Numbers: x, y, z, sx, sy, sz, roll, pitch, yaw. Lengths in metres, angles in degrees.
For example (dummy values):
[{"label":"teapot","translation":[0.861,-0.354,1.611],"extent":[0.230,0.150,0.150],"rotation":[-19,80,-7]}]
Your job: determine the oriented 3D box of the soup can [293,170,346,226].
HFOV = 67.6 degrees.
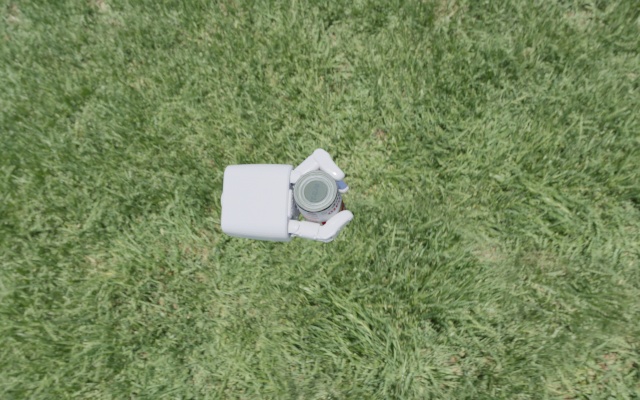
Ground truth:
[{"label":"soup can","translation":[0.001,0.002,0.736],"extent":[0.068,0.068,0.102],"rotation":[0,-20,10]}]
